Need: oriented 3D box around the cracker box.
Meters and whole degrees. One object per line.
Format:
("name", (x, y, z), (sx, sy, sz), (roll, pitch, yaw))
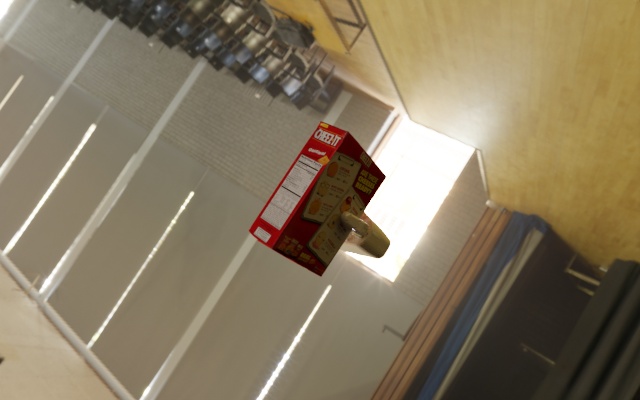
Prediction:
("cracker box", (0.000, 0.003, 0.791), (0.072, 0.213, 0.164), (29, -6, 37))
